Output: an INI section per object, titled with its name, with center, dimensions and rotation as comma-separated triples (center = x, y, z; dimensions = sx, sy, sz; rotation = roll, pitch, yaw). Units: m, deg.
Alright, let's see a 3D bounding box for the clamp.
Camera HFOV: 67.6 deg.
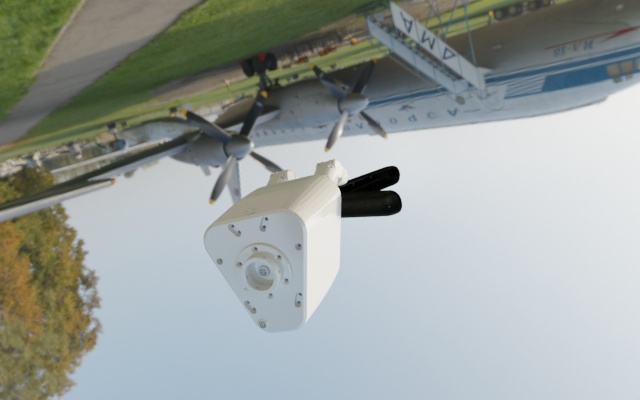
[clamp]
center = 0.000, 0.003, 0.562
dimensions = 0.210, 0.036, 0.164
rotation = -12, 11, 18
